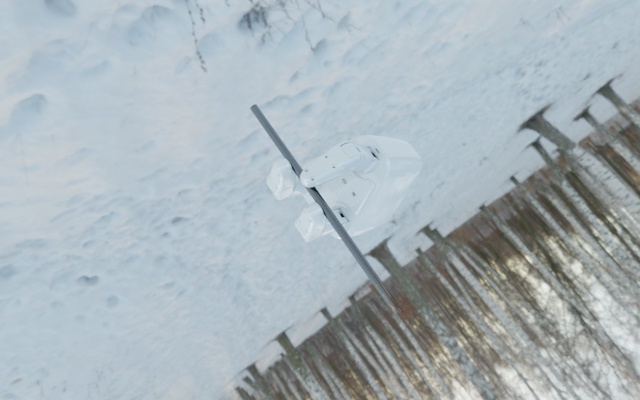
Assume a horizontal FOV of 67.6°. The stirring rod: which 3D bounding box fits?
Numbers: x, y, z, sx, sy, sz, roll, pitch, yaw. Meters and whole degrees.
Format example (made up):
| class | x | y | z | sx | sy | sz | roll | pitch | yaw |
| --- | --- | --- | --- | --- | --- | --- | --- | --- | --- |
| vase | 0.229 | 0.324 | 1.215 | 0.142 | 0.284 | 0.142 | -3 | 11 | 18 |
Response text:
| class | x | y | z | sx | sy | sz | roll | pitch | yaw |
| --- | --- | --- | --- | --- | --- | --- | --- | --- | --- |
| stirring rod | 0.000 | 0.001 | 0.442 | 0.011 | 0.239 | 0.011 | -32 | -16 | -11 |
